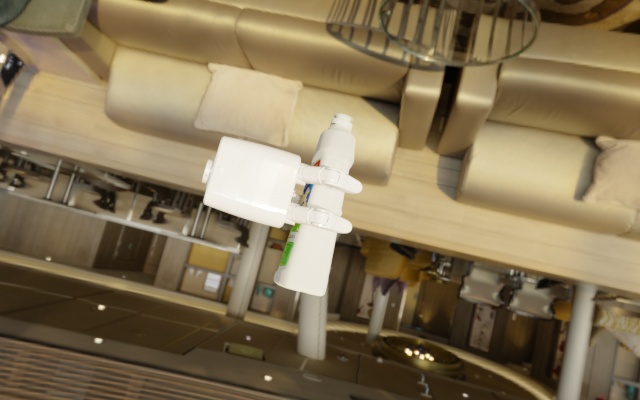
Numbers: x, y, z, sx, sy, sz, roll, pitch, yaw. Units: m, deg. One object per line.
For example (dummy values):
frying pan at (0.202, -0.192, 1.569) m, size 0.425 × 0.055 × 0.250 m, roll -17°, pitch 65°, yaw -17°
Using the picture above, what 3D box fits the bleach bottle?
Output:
bleach bottle at (0.000, 0.002, 0.673) m, size 0.068 × 0.251 × 0.102 m, roll 16°, pitch -8°, yaw -11°
